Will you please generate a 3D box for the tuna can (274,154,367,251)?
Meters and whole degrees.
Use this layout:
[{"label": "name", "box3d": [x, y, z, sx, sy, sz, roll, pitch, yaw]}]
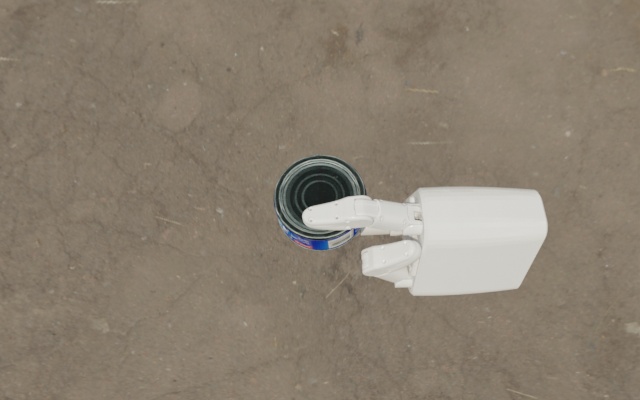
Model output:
[{"label": "tuna can", "box3d": [0.000, 0.001, 0.442, 0.086, 0.086, 0.034, 0, -22, 4]}]
